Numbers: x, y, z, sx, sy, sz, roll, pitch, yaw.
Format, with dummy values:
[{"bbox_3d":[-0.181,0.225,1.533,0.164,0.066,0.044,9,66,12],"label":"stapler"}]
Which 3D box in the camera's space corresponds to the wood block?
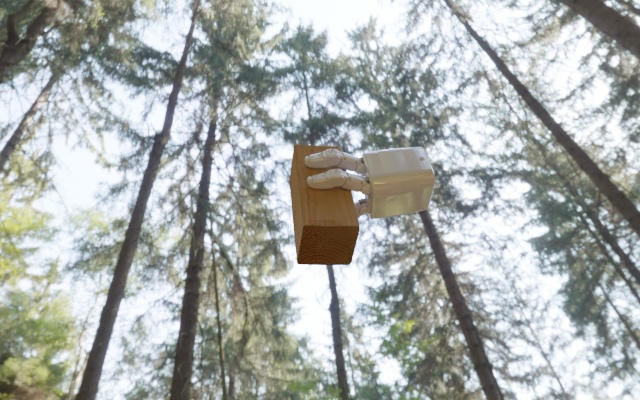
[{"bbox_3d":[0.000,0.003,0.809,0.090,0.091,0.206,1,41,-9],"label":"wood block"}]
